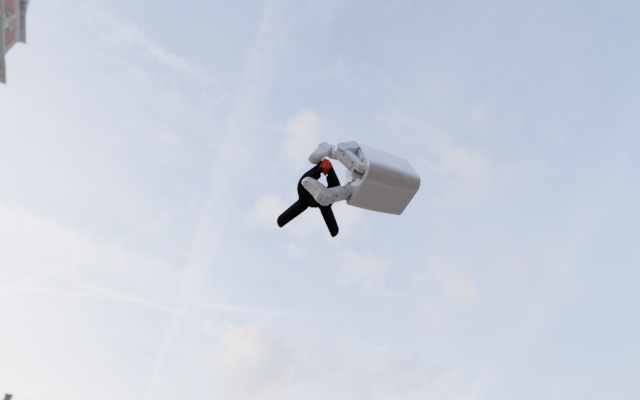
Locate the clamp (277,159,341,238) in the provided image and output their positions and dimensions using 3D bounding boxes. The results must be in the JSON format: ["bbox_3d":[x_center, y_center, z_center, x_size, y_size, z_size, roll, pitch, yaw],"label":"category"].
[{"bbox_3d":[0.000,0.002,0.878,0.120,0.039,0.172,14,-49,-17],"label":"clamp"}]
